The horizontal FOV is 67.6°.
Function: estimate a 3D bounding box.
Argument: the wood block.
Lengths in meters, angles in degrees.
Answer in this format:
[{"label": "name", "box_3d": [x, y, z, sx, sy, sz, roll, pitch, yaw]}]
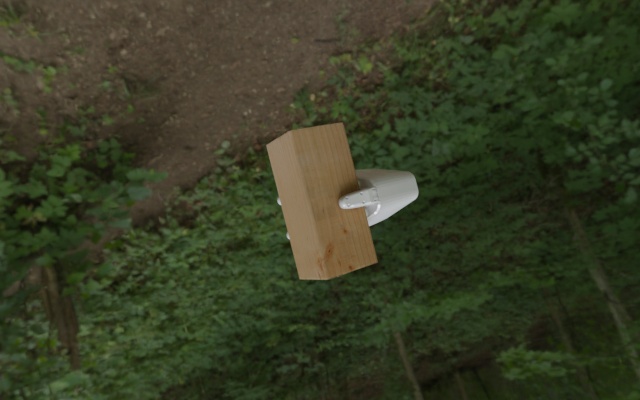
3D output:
[{"label": "wood block", "box_3d": [0.001, 0.002, 0.692, 0.090, 0.206, 0.091, -14, -1, -30]}]
